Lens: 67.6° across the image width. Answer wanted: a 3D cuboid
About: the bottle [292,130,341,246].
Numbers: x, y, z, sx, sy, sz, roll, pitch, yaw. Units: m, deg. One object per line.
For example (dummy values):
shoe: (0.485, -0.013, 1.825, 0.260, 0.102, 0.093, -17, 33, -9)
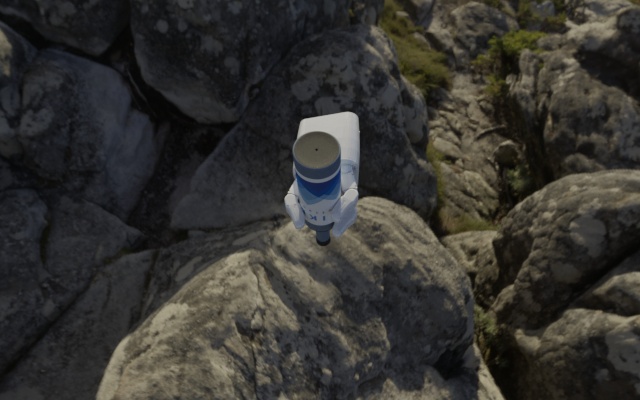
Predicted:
bottle: (0.000, 0.003, 0.779, 0.069, 0.069, 0.296, 0, -29, 2)
